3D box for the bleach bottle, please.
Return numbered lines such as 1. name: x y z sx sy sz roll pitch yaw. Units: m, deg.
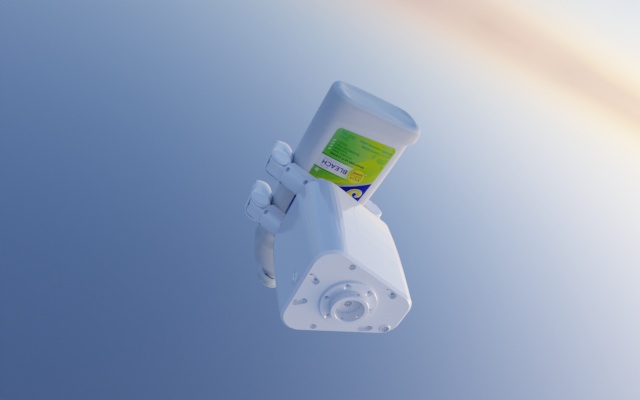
1. bleach bottle: 0.000 0.002 0.528 0.102 0.251 0.068 21 28 -17
